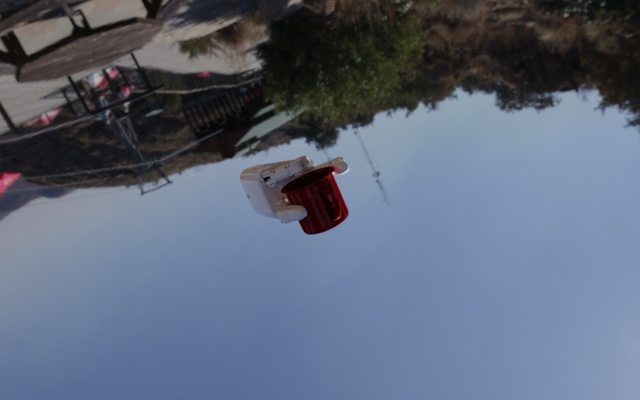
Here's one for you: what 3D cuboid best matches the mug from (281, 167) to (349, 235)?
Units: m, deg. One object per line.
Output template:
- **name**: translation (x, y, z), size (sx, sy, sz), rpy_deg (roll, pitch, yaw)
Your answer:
- **mug**: translation (0.001, 0.003, 0.755), size (0.093, 0.081, 0.117), rpy_deg (-30, 16, -22)
